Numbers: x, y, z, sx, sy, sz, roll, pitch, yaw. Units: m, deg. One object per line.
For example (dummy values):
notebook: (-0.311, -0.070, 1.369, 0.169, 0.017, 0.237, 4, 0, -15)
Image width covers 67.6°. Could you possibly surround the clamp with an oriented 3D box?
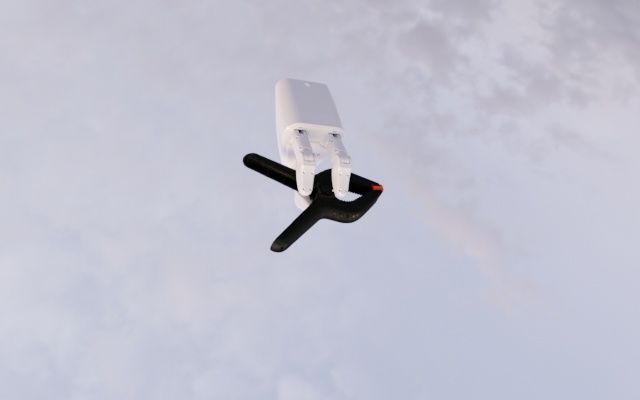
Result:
clamp: (0.000, 0.003, 0.688, 0.210, 0.164, 0.036, 2, -37, -23)
